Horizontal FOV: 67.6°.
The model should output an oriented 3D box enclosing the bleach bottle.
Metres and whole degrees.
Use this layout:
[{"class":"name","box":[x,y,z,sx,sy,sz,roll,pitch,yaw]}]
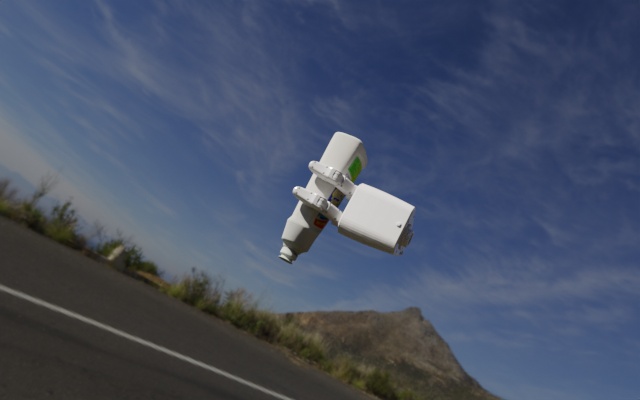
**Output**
[{"class":"bleach bottle","box":[0.000,0.003,0.869,0.068,0.250,0.103,23,-17,20]}]
